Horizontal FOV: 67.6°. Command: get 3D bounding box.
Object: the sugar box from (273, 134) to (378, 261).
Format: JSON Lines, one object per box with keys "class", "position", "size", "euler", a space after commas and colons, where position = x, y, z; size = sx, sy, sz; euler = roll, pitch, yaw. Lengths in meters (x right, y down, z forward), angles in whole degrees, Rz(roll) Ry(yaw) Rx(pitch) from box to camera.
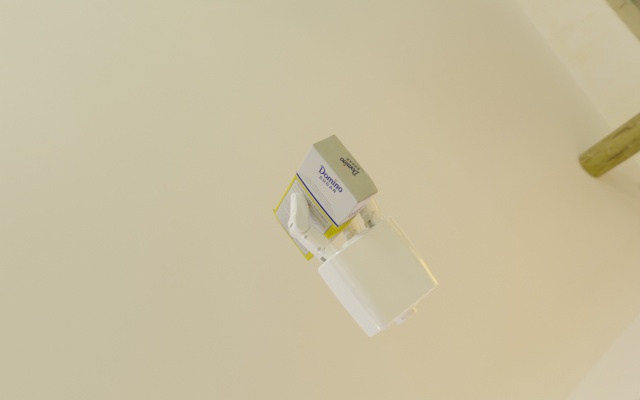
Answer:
{"class": "sugar box", "position": [0.001, 0.002, 0.636], "size": [0.048, 0.093, 0.176], "euler": [-29, -14, -37]}
